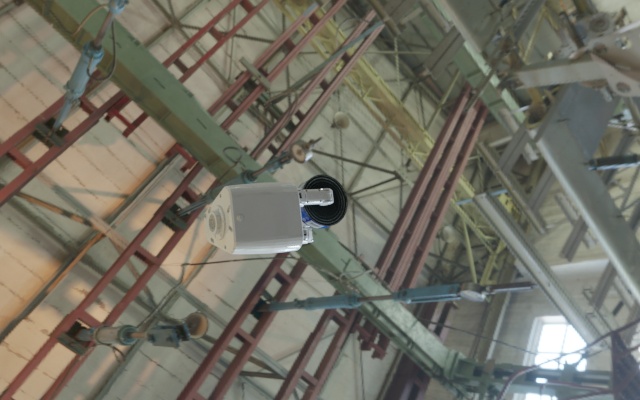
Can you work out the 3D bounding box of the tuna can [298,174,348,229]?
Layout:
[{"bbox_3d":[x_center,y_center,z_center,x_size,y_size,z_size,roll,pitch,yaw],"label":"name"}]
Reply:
[{"bbox_3d":[0.000,0.003,0.785,0.086,0.086,0.034,0,-12,-31],"label":"tuna can"}]
